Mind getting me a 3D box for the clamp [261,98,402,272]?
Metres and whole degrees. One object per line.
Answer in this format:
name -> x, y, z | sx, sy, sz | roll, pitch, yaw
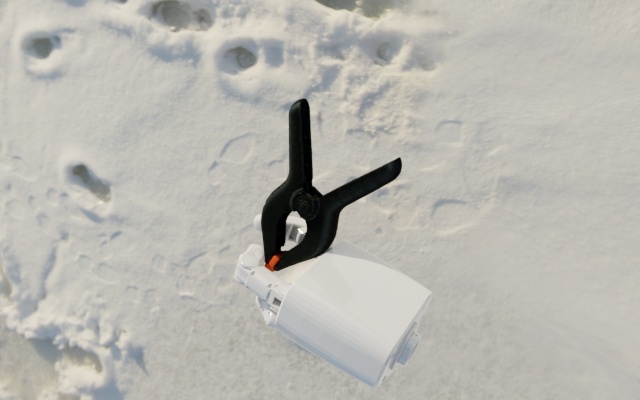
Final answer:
clamp -> 0.000, 0.002, 0.461 | 0.120, 0.171, 0.039 | 28, 21, 22
